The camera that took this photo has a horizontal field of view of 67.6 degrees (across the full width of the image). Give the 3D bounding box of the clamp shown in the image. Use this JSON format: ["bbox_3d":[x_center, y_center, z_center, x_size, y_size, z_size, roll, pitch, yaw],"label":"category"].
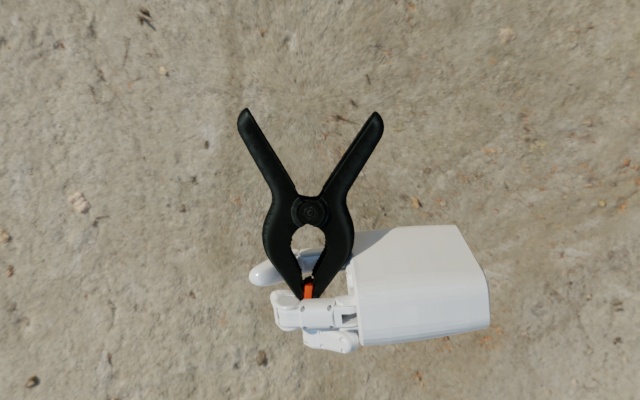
[{"bbox_3d":[0.000,0.002,0.405,0.120,0.171,0.039,-6,12,4],"label":"clamp"}]
